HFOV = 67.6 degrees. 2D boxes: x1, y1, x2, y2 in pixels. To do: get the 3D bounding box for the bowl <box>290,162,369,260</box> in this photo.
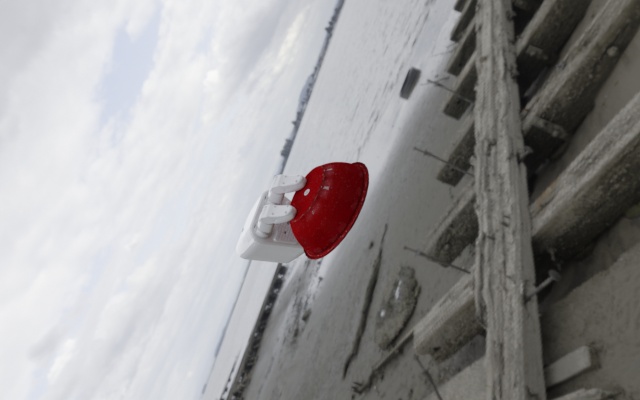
[{"bbox_3d":[0.001,0.001,0.696,0.055,0.162,0.162,30,-12,-21],"label":"bowl"}]
